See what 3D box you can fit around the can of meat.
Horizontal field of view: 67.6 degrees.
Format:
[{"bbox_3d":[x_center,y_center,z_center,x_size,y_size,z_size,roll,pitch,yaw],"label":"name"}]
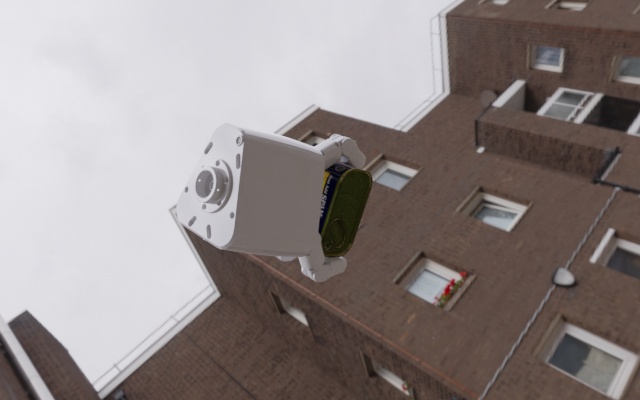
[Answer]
[{"bbox_3d":[0.000,0.002,0.545,0.084,0.102,0.057,24,11,38],"label":"can of meat"}]
